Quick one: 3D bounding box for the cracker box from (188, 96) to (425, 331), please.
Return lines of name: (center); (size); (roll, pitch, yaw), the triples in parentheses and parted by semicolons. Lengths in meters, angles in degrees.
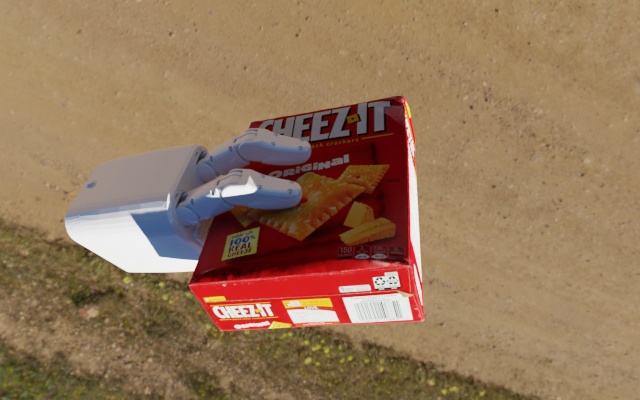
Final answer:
cracker box: (0.000, 0.002, 0.416); (0.164, 0.072, 0.213); (-7, 42, 15)
